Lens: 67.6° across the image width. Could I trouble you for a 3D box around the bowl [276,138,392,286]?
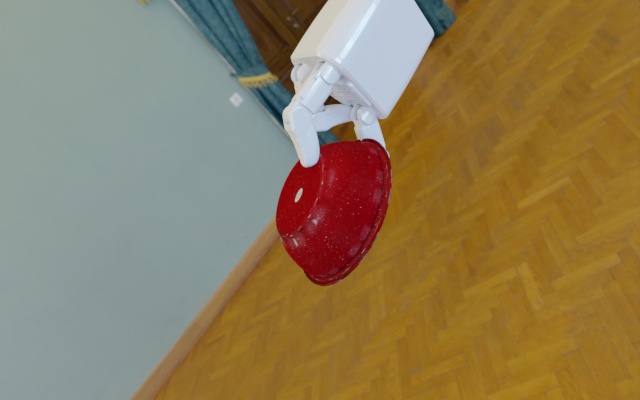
[{"bbox_3d":[-0.001,0.003,0.485,0.055,0.162,0.162,22,-10,-26],"label":"bowl"}]
